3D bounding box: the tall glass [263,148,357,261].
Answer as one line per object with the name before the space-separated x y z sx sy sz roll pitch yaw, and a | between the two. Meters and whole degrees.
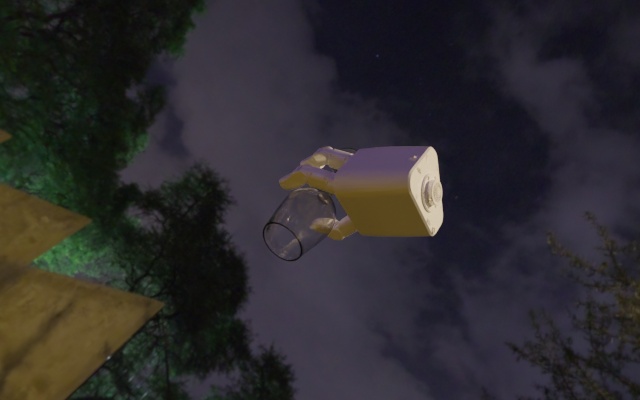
tall glass | 0.000 0.002 0.684 0.079 0.079 0.201 0 32 37
